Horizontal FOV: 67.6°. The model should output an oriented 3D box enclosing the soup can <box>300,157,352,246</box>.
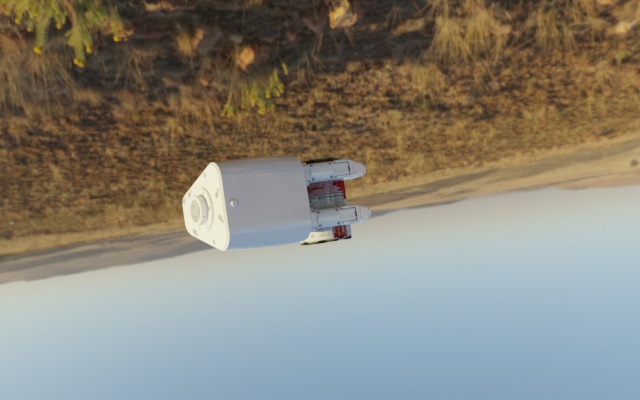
[{"bbox_3d":[0.000,0.002,0.603,0.068,0.102,0.068,-8,-3,0],"label":"soup can"}]
